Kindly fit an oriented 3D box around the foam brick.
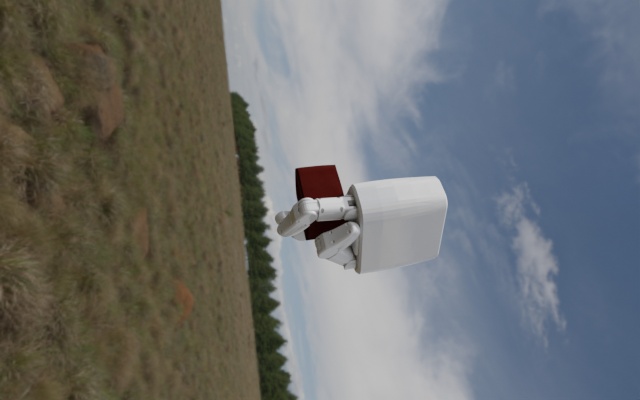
[{"bbox_3d":[0.000,0.002,0.592,0.051,0.078,0.053,-8,-34,-8],"label":"foam brick"}]
